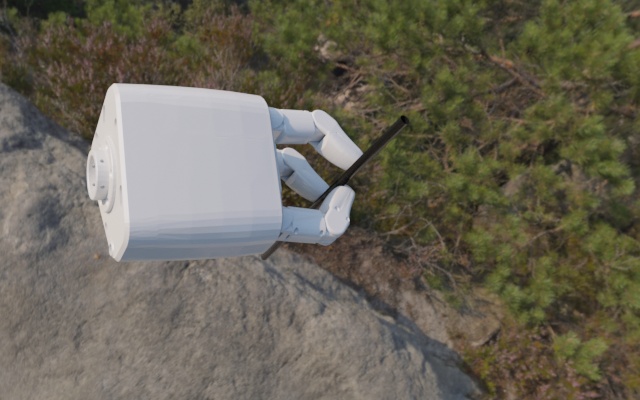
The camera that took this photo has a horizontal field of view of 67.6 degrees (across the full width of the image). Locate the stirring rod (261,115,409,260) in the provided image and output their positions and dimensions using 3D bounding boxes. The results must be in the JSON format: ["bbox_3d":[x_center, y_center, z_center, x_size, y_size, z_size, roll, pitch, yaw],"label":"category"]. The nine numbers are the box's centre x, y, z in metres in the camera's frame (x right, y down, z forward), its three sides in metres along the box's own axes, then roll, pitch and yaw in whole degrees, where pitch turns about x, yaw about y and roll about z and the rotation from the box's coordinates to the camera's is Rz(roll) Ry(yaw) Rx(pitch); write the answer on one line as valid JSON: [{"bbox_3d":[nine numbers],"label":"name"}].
[{"bbox_3d":[0.000,0.001,0.428,0.011,0.011,0.240,0,-30,-35],"label":"stirring rod"}]
